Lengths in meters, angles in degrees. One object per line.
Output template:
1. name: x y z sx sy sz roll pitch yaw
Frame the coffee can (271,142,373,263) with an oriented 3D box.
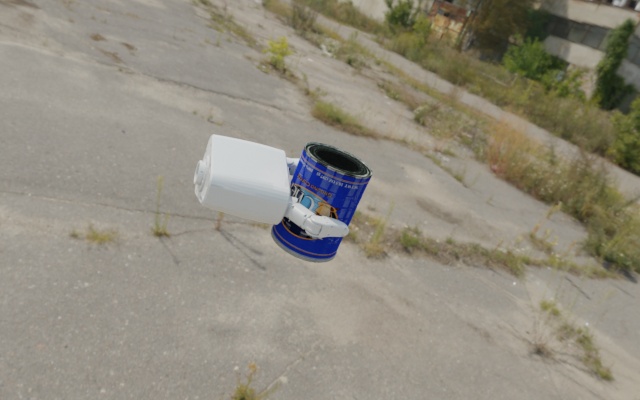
1. coffee can: 0.000 0.002 0.679 0.103 0.140 0.102 20 22 -8
